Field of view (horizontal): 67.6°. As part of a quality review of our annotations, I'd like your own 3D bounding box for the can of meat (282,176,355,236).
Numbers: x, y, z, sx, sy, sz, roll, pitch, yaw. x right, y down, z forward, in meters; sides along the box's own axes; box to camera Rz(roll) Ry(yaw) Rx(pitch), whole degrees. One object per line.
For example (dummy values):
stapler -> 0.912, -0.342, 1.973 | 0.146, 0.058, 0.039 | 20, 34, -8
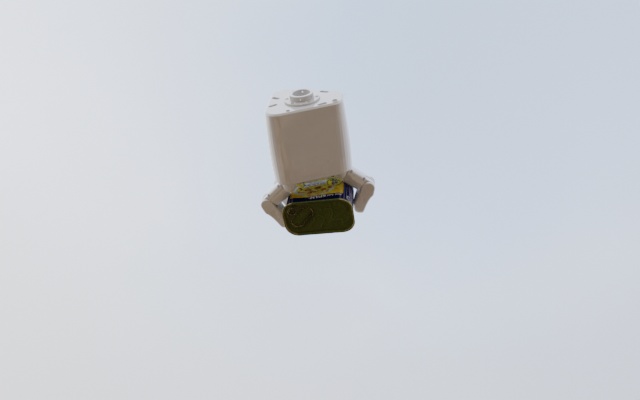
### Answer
can of meat -> 0.000, 0.002, 0.709 | 0.102, 0.057, 0.084 | -5, 33, 9
